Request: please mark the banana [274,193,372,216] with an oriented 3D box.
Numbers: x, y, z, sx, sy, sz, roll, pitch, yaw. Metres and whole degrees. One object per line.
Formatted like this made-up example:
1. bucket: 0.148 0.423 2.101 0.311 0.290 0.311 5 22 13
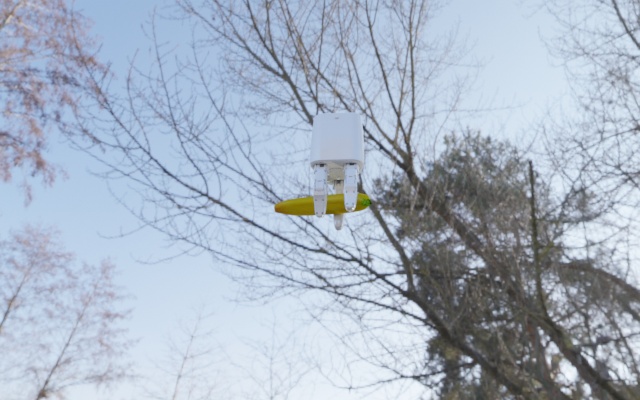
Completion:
1. banana: 0.012 0.006 0.889 0.198 0.037 0.069 -6 -13 26
